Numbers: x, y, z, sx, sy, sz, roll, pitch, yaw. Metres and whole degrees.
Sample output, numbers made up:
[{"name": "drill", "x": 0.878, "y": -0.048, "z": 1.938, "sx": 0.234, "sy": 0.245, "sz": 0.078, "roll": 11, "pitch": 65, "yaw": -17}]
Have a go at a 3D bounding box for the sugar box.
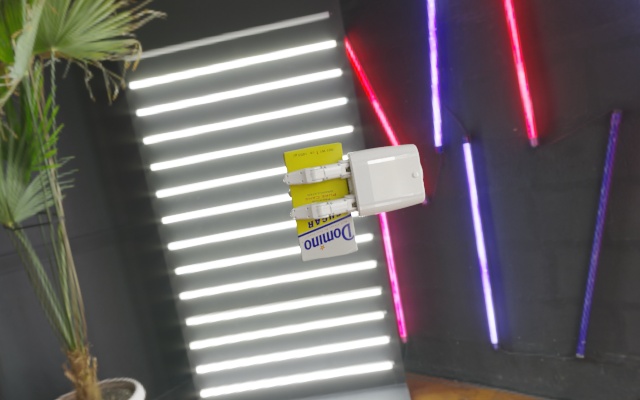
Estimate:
[{"name": "sugar box", "x": 0.000, "y": 0.002, "z": 0.761, "sx": 0.093, "sy": 0.176, "sz": 0.048, "roll": -11, "pitch": 6, "yaw": -2}]
